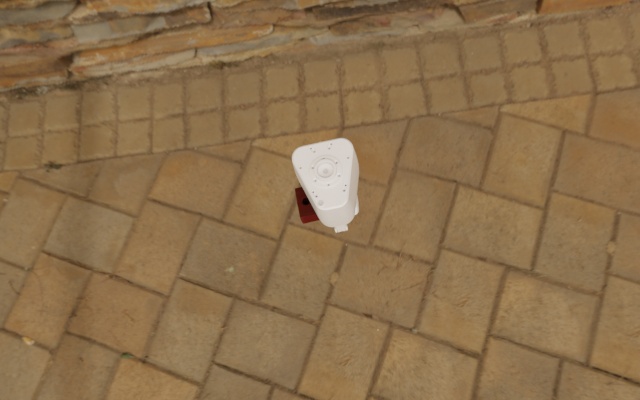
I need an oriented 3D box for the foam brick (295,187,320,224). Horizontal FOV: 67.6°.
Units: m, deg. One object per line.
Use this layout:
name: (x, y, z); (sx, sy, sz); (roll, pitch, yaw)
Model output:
foam brick: (0.000, 0.003, 0.812); (0.078, 0.053, 0.051); (-12, -16, 4)
